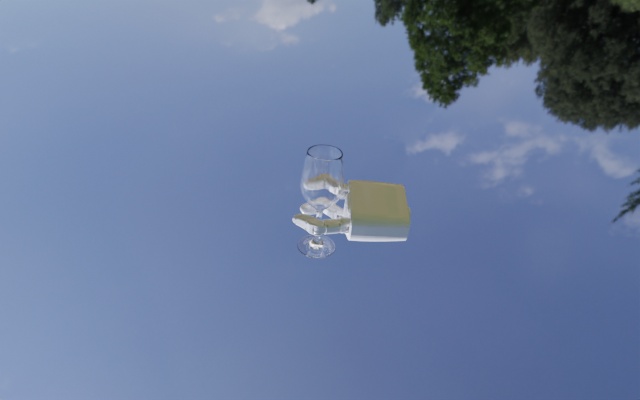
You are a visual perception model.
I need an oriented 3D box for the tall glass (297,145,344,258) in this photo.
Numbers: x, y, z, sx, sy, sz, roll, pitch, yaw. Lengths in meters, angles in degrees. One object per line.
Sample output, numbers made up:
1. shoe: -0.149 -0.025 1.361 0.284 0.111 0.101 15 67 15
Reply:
1. tall glass: 0.000 0.003 0.861 0.079 0.201 0.079 3 31 -2
